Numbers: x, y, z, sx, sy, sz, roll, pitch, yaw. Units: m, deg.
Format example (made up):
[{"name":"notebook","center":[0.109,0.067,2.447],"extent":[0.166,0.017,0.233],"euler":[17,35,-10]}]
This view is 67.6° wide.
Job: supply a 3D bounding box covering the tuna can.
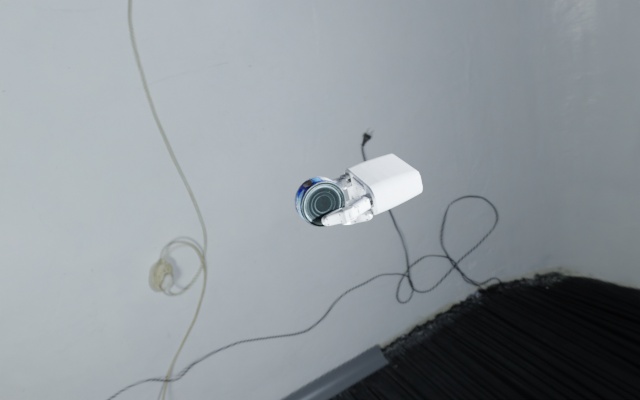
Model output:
[{"name":"tuna can","center":[0.000,0.003,0.837],"extent":[0.086,0.086,0.033],"euler":[0,16,-22]}]
